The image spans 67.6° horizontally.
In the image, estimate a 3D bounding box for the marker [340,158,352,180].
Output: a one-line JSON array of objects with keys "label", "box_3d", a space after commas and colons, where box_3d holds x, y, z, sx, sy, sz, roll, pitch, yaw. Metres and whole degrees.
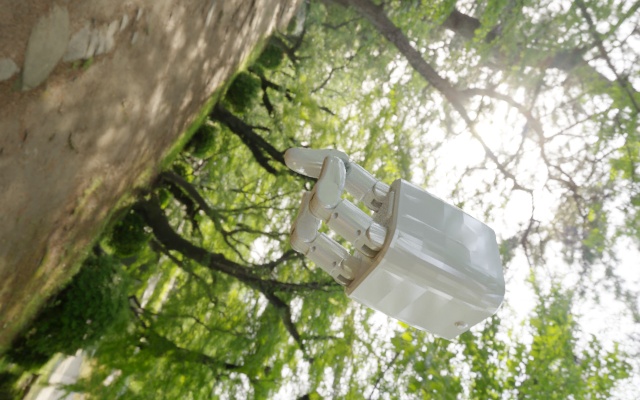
[{"label": "marker", "box_3d": [0.000, 0.001, 0.468, 0.020, 0.020, 0.121, 0, -32, -22]}]
